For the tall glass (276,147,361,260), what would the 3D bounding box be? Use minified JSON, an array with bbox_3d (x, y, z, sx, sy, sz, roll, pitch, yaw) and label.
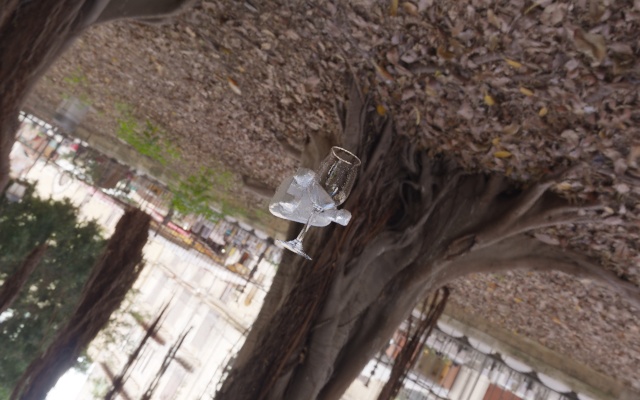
[{"bbox_3d":[0.000,0.003,0.867,0.079,0.201,0.079,28,-10,5],"label":"tall glass"}]
